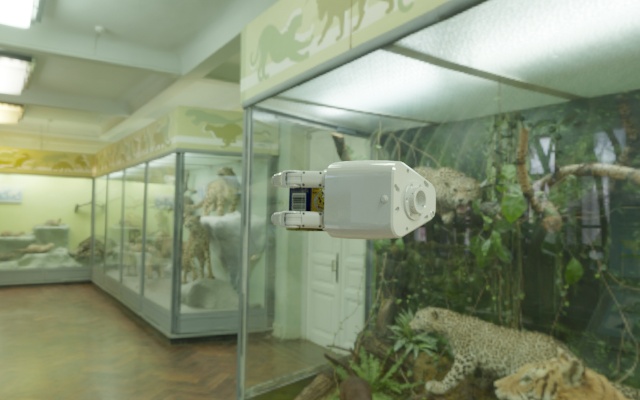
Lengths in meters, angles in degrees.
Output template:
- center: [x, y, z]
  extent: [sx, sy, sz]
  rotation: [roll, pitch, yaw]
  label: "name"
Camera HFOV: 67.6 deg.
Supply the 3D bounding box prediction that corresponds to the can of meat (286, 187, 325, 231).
- center: [0.000, 0.002, 0.694]
  extent: [0.102, 0.084, 0.057]
  rotation: [3, -2, -44]
  label: "can of meat"
